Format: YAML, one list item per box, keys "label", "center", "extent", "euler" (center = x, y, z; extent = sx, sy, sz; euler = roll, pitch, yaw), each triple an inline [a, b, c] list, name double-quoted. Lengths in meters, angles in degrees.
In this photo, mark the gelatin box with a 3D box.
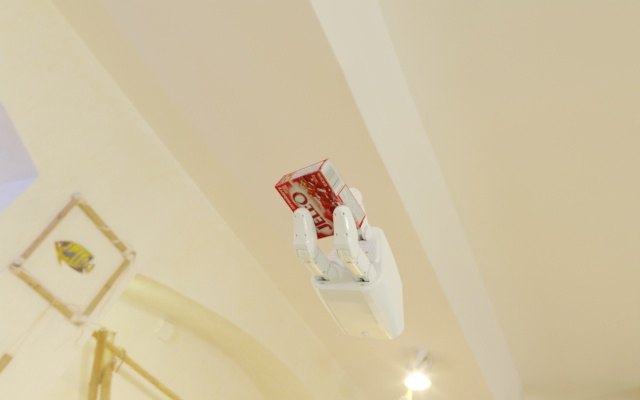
- label: "gelatin box"
  center: [0.000, 0.001, 0.565]
  extent: [0.073, 0.089, 0.030]
  euler: [-17, 26, 38]
